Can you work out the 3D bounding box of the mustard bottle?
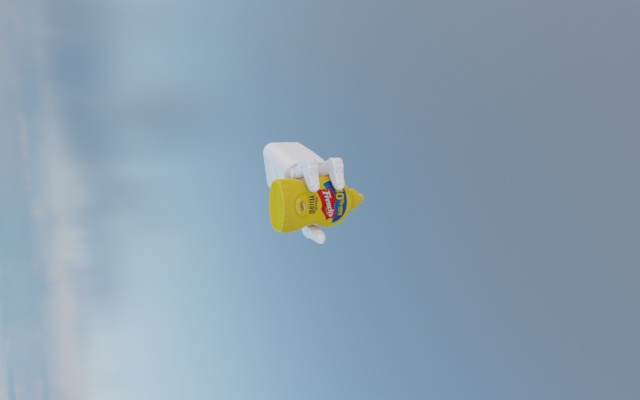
[{"bbox_3d":[0.000,0.003,0.895,0.191,0.096,0.058,-5,7,-33],"label":"mustard bottle"}]
